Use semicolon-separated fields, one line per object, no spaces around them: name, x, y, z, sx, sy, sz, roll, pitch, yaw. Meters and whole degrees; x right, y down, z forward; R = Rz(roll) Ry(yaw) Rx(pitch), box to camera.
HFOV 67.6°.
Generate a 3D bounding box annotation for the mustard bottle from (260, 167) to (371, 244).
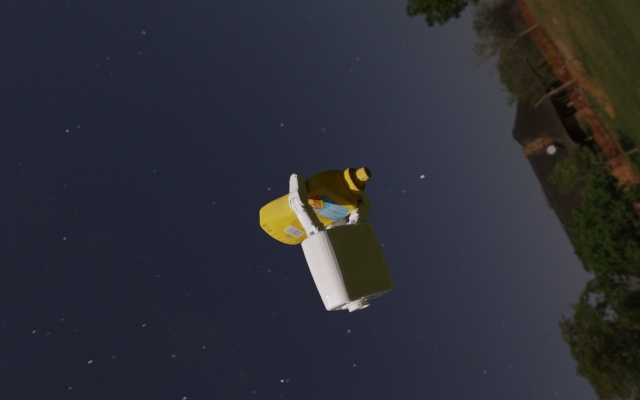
mustard bottle;0.000;0.002;0.752;0.192;0.058;0.096;-32;-44;30
